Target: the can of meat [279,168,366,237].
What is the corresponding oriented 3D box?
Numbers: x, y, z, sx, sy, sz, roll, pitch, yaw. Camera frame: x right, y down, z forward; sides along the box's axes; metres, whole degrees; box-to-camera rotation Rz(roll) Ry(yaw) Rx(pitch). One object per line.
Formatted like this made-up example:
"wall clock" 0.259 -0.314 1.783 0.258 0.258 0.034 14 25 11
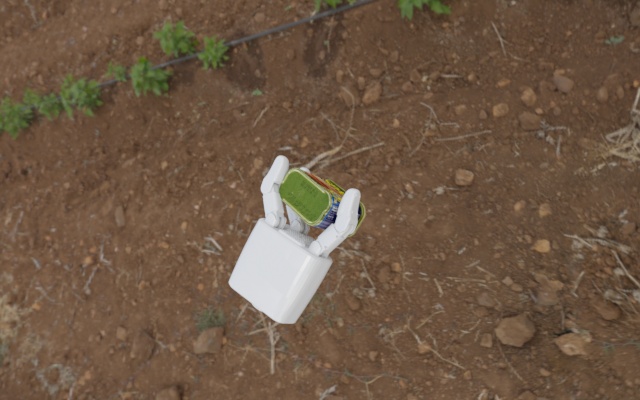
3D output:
"can of meat" 0.000 0.002 0.677 0.102 0.057 0.084 40 13 37
